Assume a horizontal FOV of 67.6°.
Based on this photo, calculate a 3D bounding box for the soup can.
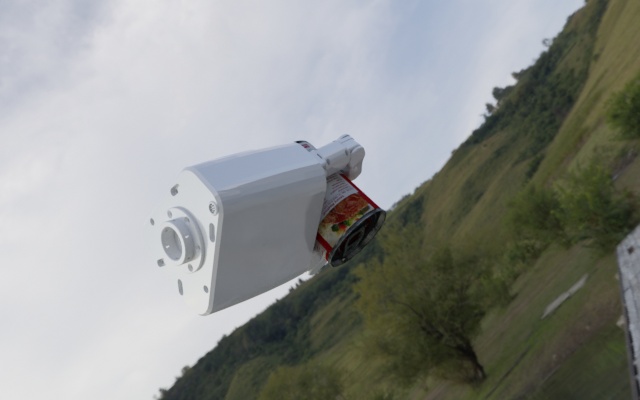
[{"bbox_3d":[0.000,0.001,0.437,0.102,0.068,0.068,44,20,22],"label":"soup can"}]
